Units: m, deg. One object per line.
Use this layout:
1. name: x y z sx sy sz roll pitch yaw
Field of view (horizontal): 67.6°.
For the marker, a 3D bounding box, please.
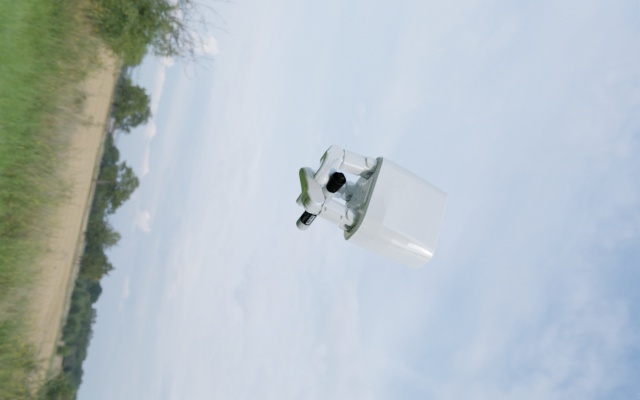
1. marker: 0.000 0.002 0.600 0.020 0.020 0.121 0 -31 -29
